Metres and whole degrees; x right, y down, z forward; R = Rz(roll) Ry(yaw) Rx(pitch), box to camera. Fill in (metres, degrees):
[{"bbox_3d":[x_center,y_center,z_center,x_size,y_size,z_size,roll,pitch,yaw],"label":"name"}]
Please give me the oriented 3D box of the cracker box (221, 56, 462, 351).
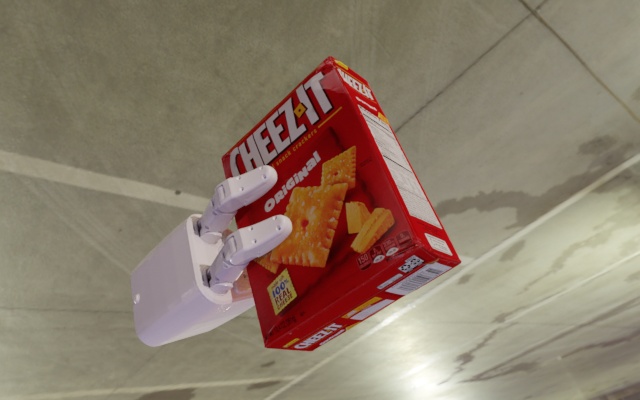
[{"bbox_3d":[0.000,0.002,0.432,0.164,0.213,0.072,-37,-36,25],"label":"cracker box"}]
